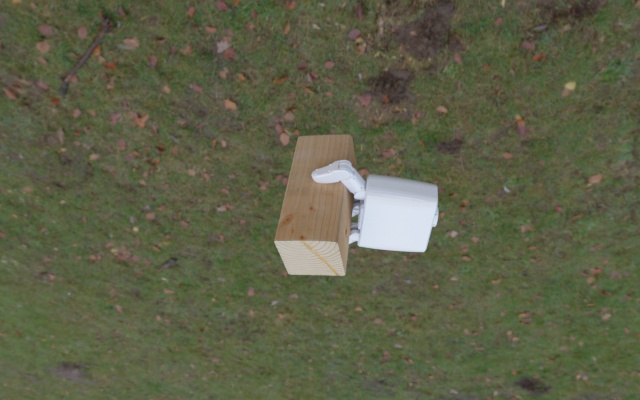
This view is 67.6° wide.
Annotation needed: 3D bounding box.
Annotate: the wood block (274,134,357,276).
[{"bbox_3d":[0.000,0.002,0.735,0.090,0.206,0.091,0,-39,12],"label":"wood block"}]
